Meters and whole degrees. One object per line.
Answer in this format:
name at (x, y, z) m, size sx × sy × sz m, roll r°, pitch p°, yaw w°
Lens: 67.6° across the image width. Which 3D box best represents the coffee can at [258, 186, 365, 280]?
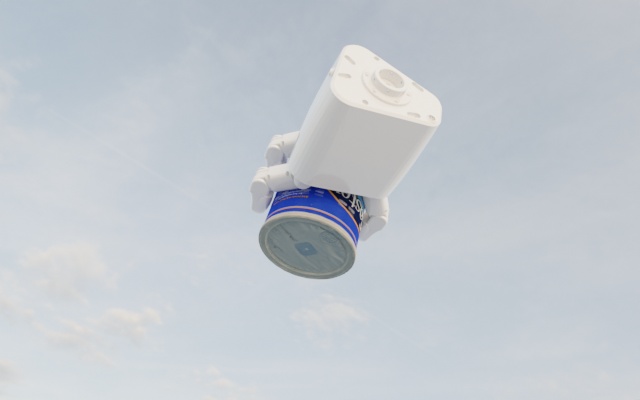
coffee can at (0.000, 0.002, 0.535) m, size 0.103 × 0.140 × 0.103 m, roll 9°, pitch -43°, yaw 8°
